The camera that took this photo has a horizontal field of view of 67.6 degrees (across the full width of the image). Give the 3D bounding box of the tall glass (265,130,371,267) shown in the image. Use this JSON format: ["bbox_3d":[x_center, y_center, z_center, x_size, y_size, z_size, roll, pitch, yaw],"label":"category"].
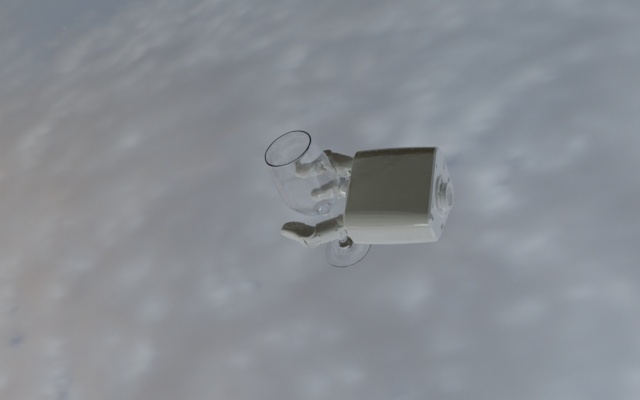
[{"bbox_3d":[0.000,0.003,0.631,0.079,0.079,0.201,0,-40,32],"label":"tall glass"}]
